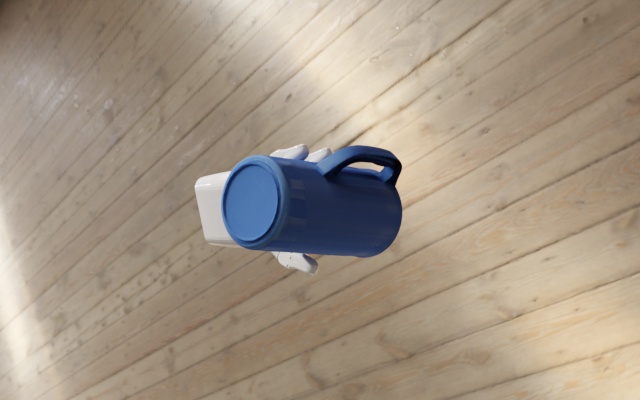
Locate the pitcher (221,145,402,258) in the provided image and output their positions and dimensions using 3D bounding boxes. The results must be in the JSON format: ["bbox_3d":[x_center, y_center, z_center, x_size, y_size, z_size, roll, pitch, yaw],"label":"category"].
[{"bbox_3d":[0.000,0.002,0.620,0.145,0.149,0.243,-1,-5,37],"label":"pitcher"}]
